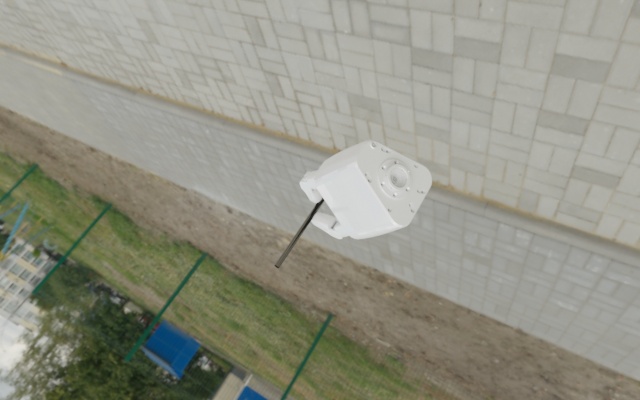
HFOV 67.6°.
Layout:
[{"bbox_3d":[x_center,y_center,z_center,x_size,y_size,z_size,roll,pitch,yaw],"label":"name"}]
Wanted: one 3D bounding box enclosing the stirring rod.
[{"bbox_3d":[0.000,0.002,0.722,0.011,0.239,0.011,28,-24,14],"label":"stirring rod"}]
